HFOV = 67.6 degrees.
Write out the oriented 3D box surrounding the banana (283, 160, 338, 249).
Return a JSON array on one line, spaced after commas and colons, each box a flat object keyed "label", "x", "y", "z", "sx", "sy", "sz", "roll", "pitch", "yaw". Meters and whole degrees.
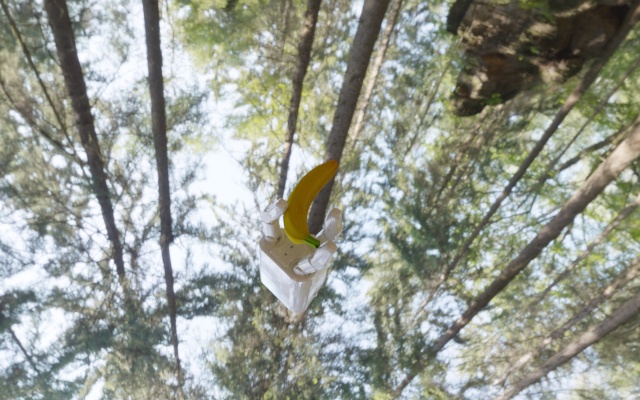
[{"label": "banana", "x": -0.019, "y": 0.002, "z": 0.752, "sx": 0.069, "sy": 0.037, "sz": 0.197, "roll": 7, "pitch": 45, "yaw": 6}]
